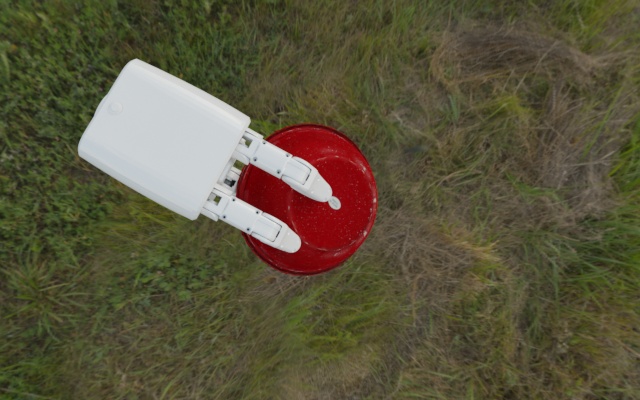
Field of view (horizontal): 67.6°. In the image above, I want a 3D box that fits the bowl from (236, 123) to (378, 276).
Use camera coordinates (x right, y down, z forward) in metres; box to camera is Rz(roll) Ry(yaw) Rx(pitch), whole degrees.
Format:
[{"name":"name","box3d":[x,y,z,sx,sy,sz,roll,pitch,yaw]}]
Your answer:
[{"name":"bowl","box3d":[0.001,0.002,0.481,0.162,0.162,0.055,0,4,-26]}]
